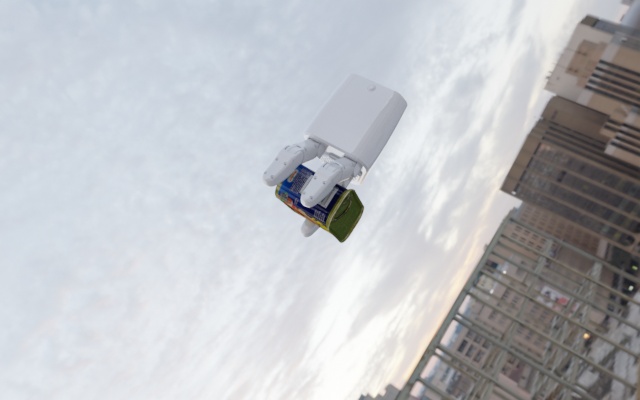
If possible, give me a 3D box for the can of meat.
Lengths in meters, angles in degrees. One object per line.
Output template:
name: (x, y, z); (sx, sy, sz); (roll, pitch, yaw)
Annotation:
can of meat: (0.000, 0.002, 0.600); (0.084, 0.057, 0.102); (30, -7, 21)
